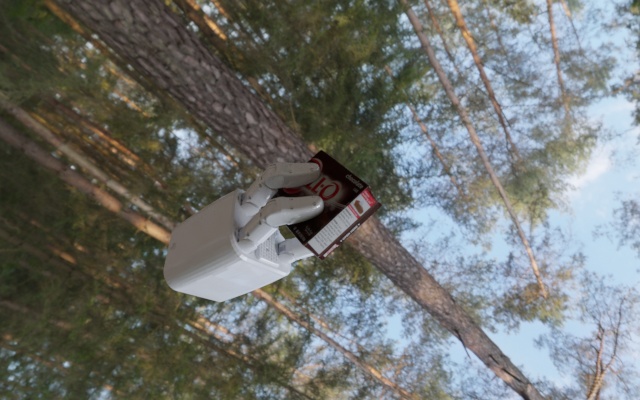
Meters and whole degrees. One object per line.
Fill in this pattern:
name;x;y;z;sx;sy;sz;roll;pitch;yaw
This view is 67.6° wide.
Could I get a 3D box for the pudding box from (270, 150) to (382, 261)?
pudding box;0.000;0.002;0.524;0.039;0.090;0.113;49;-3;-39
